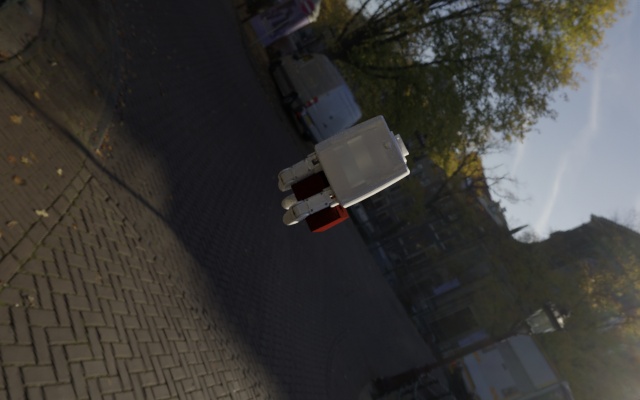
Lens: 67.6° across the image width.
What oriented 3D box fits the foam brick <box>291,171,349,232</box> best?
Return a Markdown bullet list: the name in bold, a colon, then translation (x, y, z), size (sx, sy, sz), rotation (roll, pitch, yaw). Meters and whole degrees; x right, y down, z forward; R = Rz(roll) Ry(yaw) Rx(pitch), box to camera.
- **foam brick**: translation (0.000, 0.003, 0.711), size (0.051, 0.078, 0.053), rotation (-26, -8, 14)
